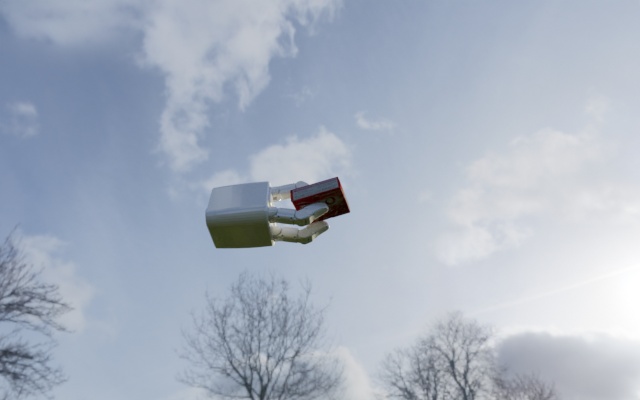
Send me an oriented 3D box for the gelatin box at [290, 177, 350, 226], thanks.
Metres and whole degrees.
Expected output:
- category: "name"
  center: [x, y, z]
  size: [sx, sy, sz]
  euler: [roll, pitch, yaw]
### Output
- category: "gelatin box"
  center: [0.000, 0.002, 0.832]
  size: [0.089, 0.030, 0.073]
  euler: [-17, -41, 7]
